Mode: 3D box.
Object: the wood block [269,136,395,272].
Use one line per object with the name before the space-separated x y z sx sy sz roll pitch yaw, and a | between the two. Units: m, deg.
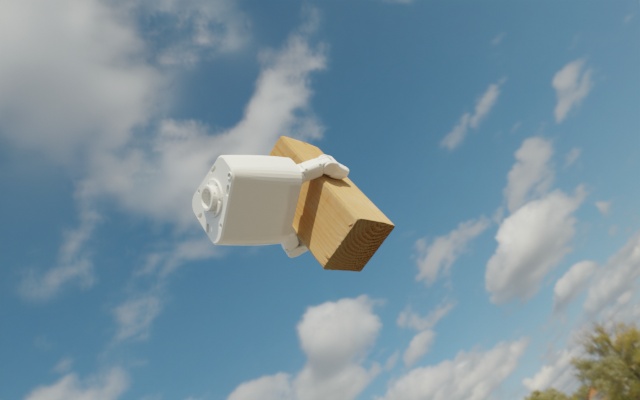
wood block | 0.000 0.002 0.715 0.090 0.091 0.206 13 28 -48
